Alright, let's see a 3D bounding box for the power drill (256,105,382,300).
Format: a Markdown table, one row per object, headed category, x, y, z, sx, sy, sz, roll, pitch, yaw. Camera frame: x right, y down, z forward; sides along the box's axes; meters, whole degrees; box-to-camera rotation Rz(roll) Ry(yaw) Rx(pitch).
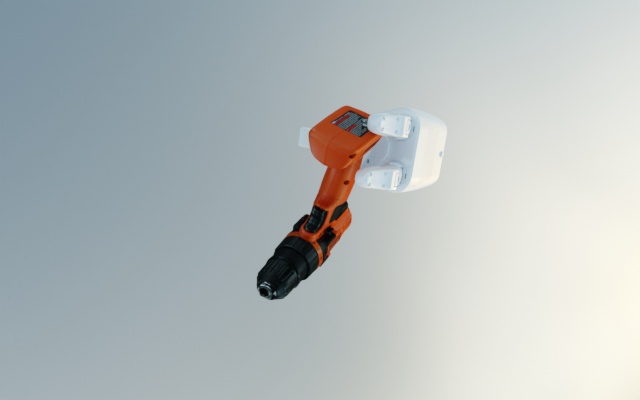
| category | x | y | z | sx | sy | sz | roll | pitch | yaw |
| --- | --- | --- | --- | --- | --- | --- | --- | --- | --- |
| power drill | 0.000 | 0.001 | 0.522 | 0.057 | 0.188 | 0.184 | 28 | 37 | 11 |
